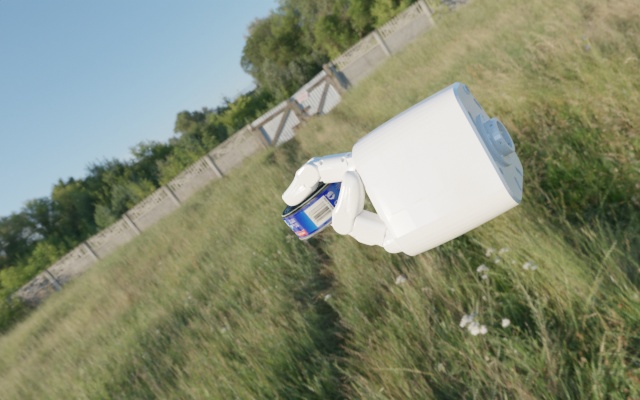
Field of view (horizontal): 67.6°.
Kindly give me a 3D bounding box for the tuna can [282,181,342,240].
[{"bbox_3d":[0.000,0.001,0.510,0.086,0.034,0.086,-39,10,8],"label":"tuna can"}]
